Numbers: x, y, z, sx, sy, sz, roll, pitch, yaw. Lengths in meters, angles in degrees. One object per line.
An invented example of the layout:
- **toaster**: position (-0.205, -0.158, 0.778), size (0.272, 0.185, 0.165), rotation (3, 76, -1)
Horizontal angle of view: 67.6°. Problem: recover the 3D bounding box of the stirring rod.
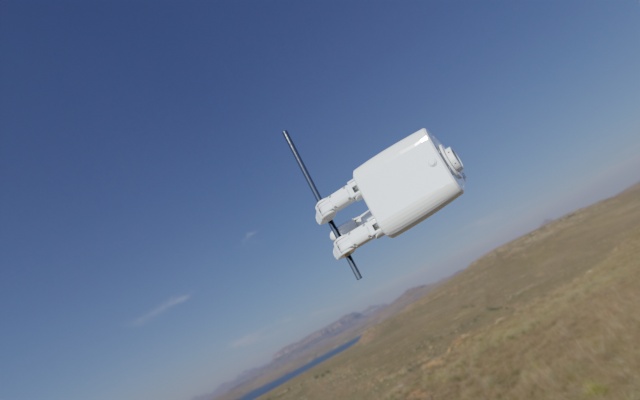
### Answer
- **stirring rod**: position (0.000, 0.002, 0.674), size (0.011, 0.239, 0.011), rotation (-25, -15, -7)
